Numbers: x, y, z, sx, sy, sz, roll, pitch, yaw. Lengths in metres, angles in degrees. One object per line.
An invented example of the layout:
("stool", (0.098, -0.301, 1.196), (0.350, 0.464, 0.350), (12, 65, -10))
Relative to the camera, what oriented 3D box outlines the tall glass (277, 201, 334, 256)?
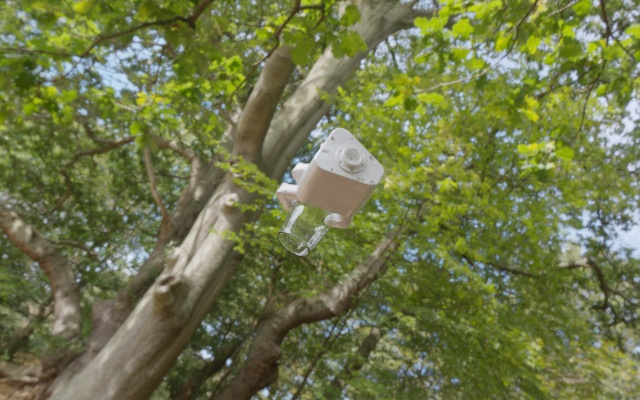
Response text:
("tall glass", (0.000, 0.002, 0.850), (0.079, 0.201, 0.079), (23, -33, 16))
